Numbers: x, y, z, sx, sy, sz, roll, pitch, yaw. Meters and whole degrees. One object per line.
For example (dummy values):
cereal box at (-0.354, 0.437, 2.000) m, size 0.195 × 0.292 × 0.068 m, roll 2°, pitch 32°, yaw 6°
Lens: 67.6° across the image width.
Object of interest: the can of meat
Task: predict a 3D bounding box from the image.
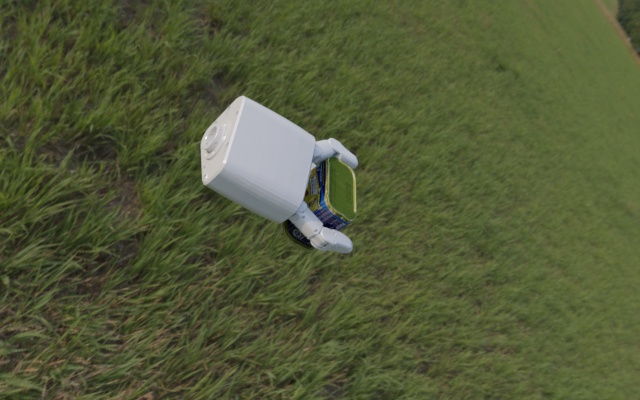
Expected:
can of meat at (0.000, 0.002, 0.624) m, size 0.057 × 0.102 × 0.084 m, roll 31°, pitch -48°, yaw -30°
